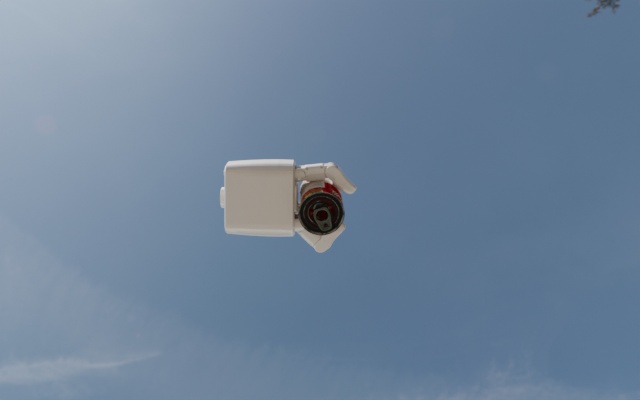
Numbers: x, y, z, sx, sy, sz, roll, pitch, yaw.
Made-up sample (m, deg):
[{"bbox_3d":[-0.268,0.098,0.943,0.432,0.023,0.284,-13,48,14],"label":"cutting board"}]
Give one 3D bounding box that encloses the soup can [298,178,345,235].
[{"bbox_3d":[0.001,0.002,0.738,0.068,0.068,0.102,0,21,-1],"label":"soup can"}]
